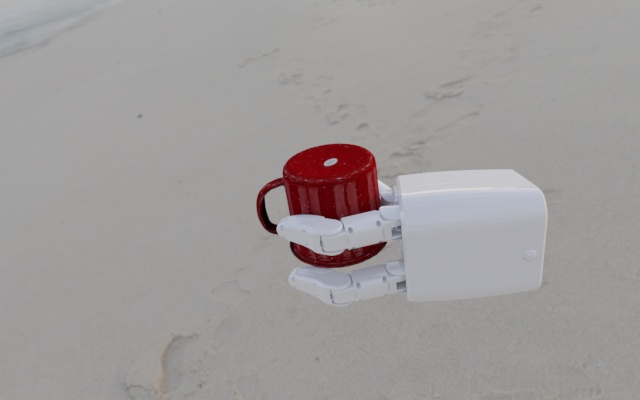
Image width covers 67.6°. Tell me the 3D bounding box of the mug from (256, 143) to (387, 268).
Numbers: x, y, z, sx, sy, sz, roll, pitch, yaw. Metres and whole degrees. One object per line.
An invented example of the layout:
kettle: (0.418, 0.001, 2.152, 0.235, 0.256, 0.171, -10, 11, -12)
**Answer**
mug: (-0.001, 0.001, 0.429, 0.117, 0.081, 0.093, -5, 28, 7)
